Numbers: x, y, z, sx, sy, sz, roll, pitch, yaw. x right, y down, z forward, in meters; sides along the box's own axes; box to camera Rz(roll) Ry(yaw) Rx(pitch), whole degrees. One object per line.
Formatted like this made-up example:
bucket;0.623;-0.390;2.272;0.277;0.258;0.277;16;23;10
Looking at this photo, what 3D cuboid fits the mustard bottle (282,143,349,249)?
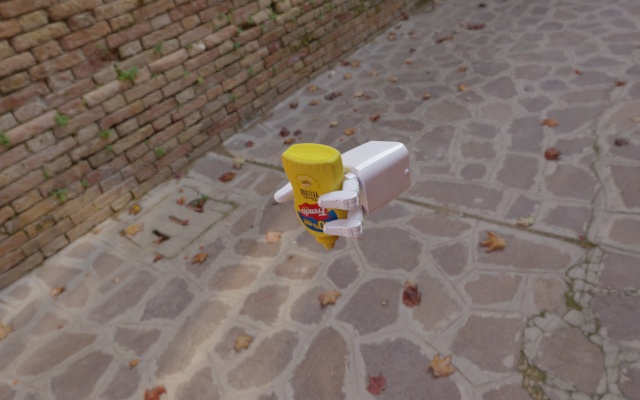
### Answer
mustard bottle;0.000;0.003;0.781;0.096;0.192;0.058;10;41;28
